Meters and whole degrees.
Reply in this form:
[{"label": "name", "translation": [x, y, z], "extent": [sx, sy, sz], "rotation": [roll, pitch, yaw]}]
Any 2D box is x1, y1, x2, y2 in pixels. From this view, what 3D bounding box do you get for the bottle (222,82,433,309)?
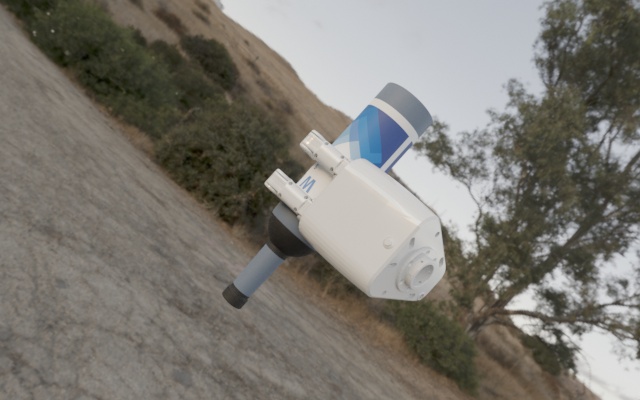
[{"label": "bottle", "translation": [0.000, 0.001, 0.527], "extent": [0.069, 0.295, 0.069], "rotation": [42, 0, 0]}]
